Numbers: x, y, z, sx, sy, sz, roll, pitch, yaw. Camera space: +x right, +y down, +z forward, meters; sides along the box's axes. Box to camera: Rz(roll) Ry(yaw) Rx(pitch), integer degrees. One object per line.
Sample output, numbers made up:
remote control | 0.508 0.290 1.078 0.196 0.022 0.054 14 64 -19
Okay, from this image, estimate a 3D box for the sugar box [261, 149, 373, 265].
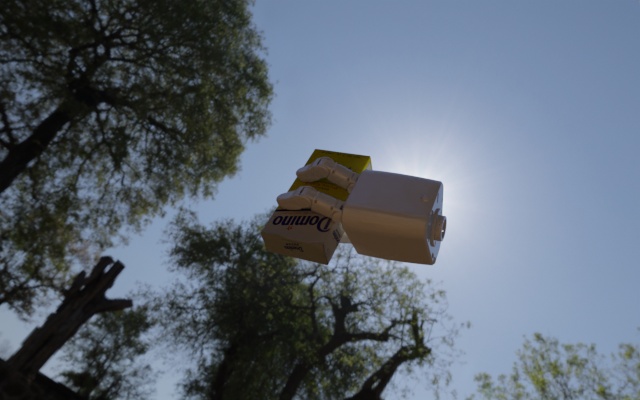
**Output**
sugar box | 0.000 0.002 0.661 0.093 0.048 0.176 9 46 24
